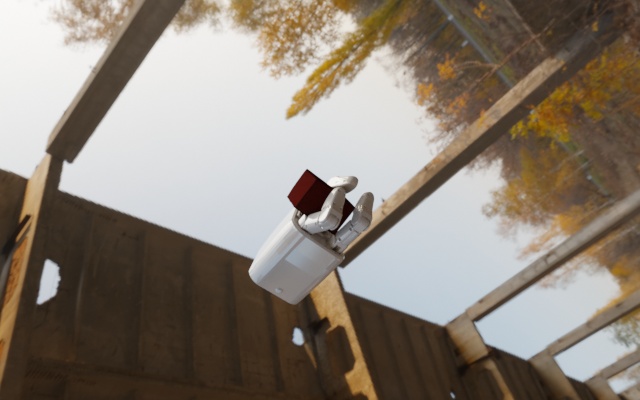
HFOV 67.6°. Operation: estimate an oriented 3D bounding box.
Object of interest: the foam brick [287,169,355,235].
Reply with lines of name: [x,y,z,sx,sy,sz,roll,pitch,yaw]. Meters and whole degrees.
foam brick: [0.000,0.002,0.681,0.078,0.051,0.053,36,6,-24]
